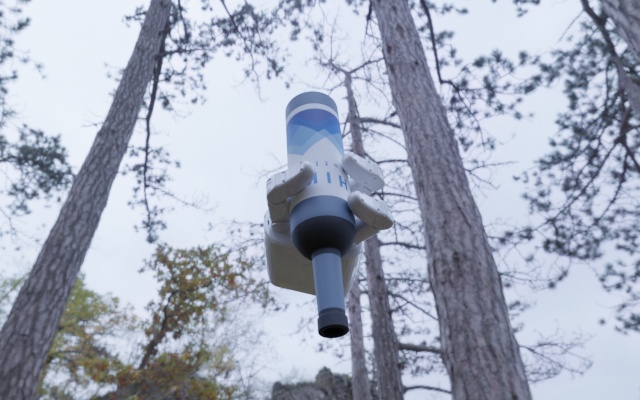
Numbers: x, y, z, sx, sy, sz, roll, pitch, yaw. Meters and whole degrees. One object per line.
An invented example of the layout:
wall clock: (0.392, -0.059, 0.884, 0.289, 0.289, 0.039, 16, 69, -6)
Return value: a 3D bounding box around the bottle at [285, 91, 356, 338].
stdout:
bottle: (0.000, 0.001, 0.508, 0.069, 0.295, 0.069, -3, -39, -3)
